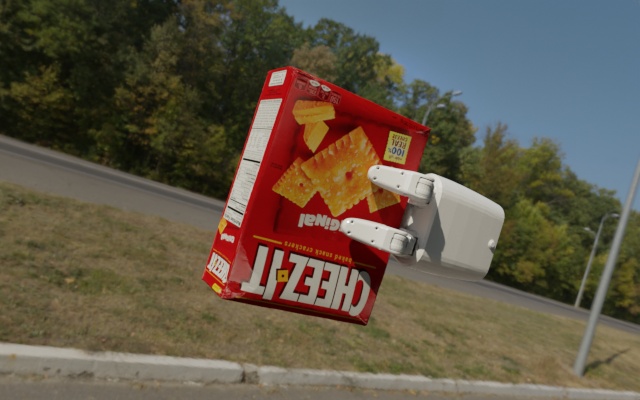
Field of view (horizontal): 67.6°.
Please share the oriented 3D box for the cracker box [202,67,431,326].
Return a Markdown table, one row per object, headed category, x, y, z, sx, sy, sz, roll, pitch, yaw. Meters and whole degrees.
| category | x | y | z | sx | sy | sz | roll | pitch | yaw |
| --- | --- | --- | --- | --- | --- | --- | --- | --- | --- |
| cracker box | 0.000 | 0.001 | 0.468 | 0.164 | 0.213 | 0.072 | 18 | -1 | -29 |
